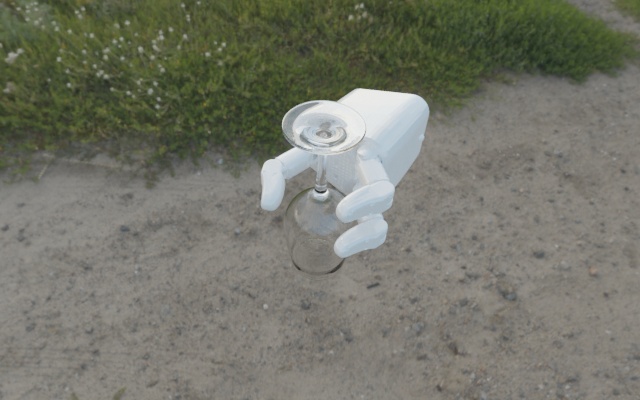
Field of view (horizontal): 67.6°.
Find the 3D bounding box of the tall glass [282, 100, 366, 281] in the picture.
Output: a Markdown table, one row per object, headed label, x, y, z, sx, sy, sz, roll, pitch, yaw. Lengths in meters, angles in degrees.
| label | x | y | z | sx | sy | sz | roll | pitch | yaw |
| --- | --- | --- | --- | --- | --- | --- | --- | --- | --- |
| tall glass | 0.000 | 0.001 | 0.490 | 0.079 | 0.079 | 0.201 | 0 | -43 | -3 |
